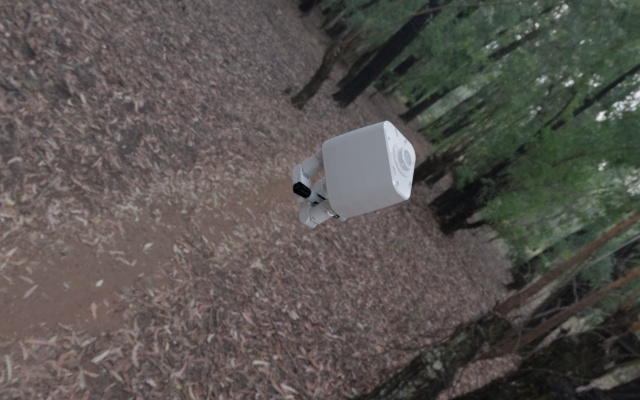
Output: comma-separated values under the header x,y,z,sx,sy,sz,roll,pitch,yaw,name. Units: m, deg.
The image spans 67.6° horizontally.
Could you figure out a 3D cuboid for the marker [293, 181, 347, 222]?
x,y,z,sx,sy,sz,roll,pitch,yaw,name
0.000,0.002,0.720,0.020,0.020,0.121,0,-23,40,marker
